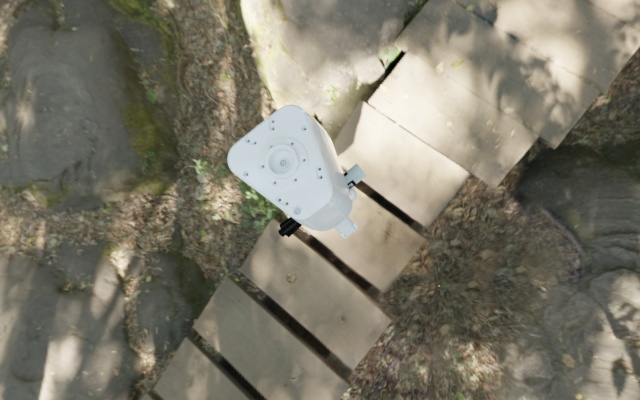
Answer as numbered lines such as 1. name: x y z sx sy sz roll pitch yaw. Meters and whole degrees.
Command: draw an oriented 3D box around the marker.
1. marker: 0.000 0.002 0.553 0.121 0.020 0.020 -38 -4 5
